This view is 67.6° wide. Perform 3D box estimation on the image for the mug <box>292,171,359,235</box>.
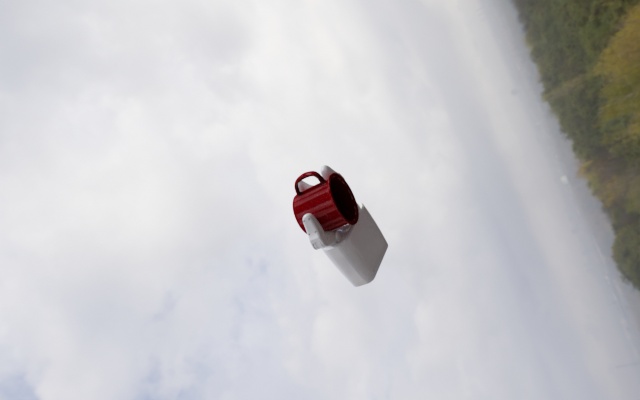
[{"bbox_3d":[-0.001,0.002,0.800,0.081,0.117,0.093,-24,27,25],"label":"mug"}]
